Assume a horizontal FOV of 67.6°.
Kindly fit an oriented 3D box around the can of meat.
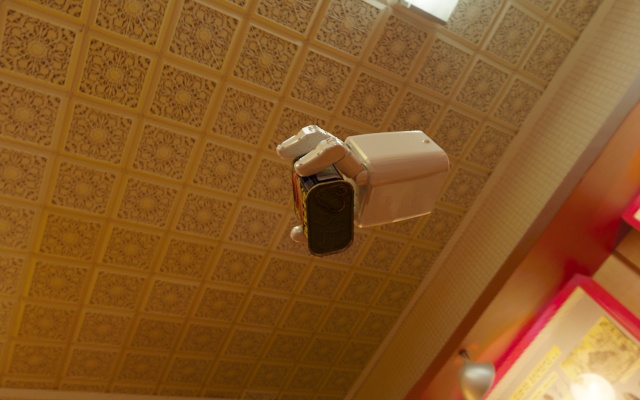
[{"bbox_3d":[0.000,0.002,0.582,0.057,0.102,0.084,-11,34,-13],"label":"can of meat"}]
